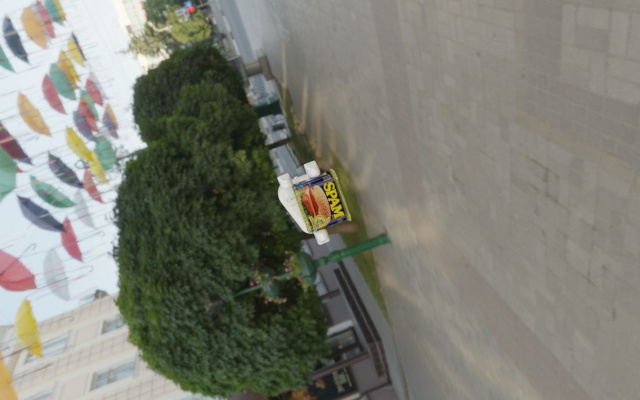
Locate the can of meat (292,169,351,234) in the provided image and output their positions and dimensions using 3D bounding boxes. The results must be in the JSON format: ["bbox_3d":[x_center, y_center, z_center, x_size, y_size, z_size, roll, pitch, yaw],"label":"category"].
[{"bbox_3d":[0.000,0.003,0.897,0.084,0.102,0.057,-20,13,-5],"label":"can of meat"}]
